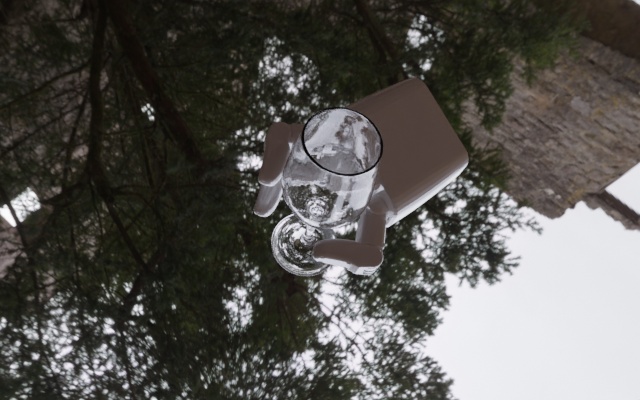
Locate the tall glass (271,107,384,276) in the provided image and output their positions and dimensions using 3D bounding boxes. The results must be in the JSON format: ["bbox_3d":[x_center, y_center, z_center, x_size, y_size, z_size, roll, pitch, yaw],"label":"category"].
[{"bbox_3d":[0.000,0.002,0.437,0.079,0.079,0.201,0,-27,-11],"label":"tall glass"}]
